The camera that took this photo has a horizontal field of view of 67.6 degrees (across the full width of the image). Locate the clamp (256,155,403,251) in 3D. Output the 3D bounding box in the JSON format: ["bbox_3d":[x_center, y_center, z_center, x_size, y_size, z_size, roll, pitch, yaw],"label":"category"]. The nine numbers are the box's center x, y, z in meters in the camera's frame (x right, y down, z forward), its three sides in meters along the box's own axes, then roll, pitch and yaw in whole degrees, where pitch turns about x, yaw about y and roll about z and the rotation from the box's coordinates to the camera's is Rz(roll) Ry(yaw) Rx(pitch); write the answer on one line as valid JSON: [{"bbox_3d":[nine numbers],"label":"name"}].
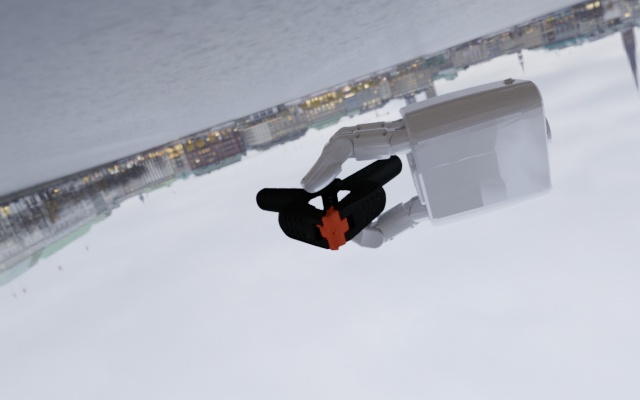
[{"bbox_3d":[0.000,0.002,0.444,0.164,0.036,0.210,-15,13,10],"label":"clamp"}]
